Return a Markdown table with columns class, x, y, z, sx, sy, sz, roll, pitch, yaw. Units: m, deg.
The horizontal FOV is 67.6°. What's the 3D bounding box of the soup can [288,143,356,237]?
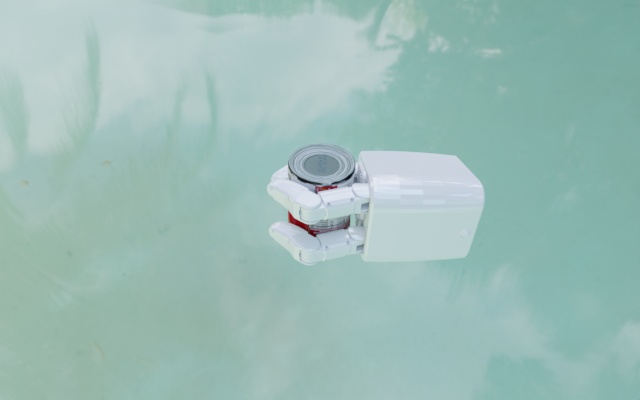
| class | x | y | z | sx | sy | sz | roll | pitch | yaw |
| --- | --- | --- | --- | --- | --- | --- | --- | --- | --- |
| soup can | 0.000 | 0.001 | 0.491 | 0.068 | 0.102 | 0.068 | 1 | 40 | -1 |
